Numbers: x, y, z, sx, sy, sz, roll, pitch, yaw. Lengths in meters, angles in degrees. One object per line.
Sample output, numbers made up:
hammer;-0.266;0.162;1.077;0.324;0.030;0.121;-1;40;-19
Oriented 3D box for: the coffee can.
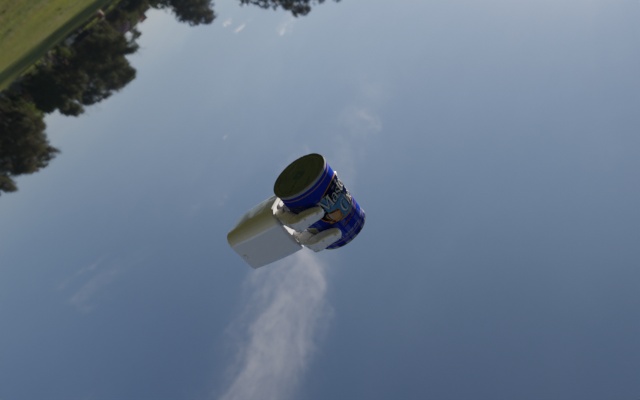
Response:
coffee can;0.000;0.002;0.831;0.103;0.102;0.140;0;-41;46
